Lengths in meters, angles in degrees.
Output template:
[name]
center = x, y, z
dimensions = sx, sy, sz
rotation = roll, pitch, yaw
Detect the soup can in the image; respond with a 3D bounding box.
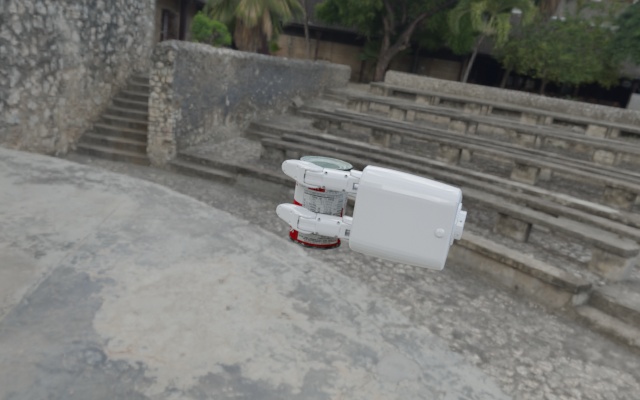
[soup can]
center = 0.000, 0.002, 0.595
dimensions = 0.068, 0.102, 0.068
rotation = 8, 16, -2
